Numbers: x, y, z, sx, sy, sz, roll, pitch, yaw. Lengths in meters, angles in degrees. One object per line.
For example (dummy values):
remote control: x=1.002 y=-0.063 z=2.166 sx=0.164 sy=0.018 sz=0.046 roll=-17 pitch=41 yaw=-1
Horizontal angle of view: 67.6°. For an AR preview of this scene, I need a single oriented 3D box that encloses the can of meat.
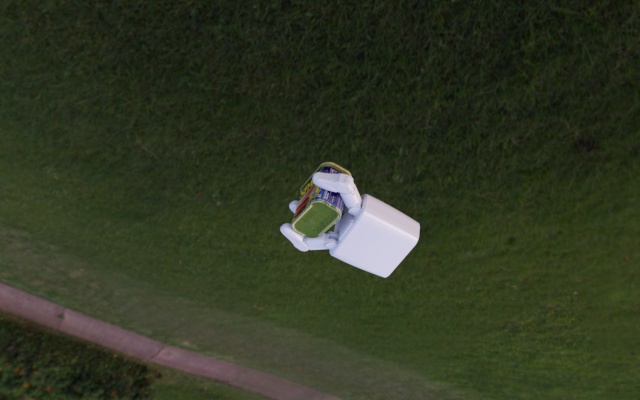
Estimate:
can of meat: x=0.000 y=0.003 z=0.766 sx=0.057 sy=0.084 sz=0.102 roll=28 pitch=-42 yaw=-15
